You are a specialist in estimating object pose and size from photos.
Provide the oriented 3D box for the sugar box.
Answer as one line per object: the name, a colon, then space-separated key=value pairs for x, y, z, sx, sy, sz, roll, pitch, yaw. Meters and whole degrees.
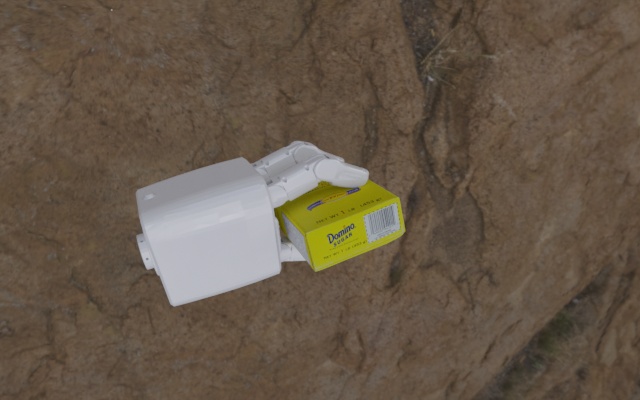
sugar box: x=0.000 y=0.001 z=0.484 sx=0.093 sy=0.048 sz=0.176 roll=-20 pitch=27 yaw=-16
